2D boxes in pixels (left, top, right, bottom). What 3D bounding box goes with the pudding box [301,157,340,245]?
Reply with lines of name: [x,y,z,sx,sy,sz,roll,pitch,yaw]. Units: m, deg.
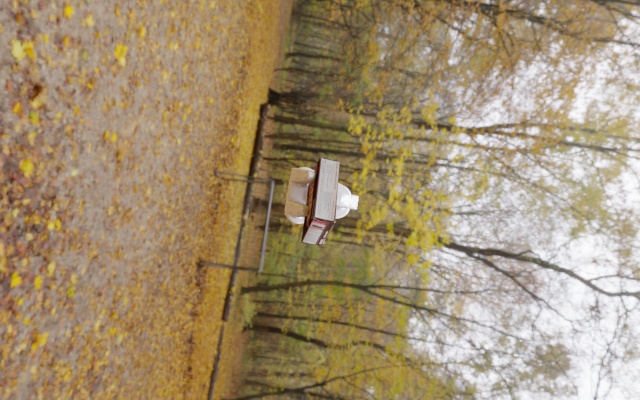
pudding box: [0.000,0.003,0.755,0.039,0.113,0.090,9,-30,-9]
